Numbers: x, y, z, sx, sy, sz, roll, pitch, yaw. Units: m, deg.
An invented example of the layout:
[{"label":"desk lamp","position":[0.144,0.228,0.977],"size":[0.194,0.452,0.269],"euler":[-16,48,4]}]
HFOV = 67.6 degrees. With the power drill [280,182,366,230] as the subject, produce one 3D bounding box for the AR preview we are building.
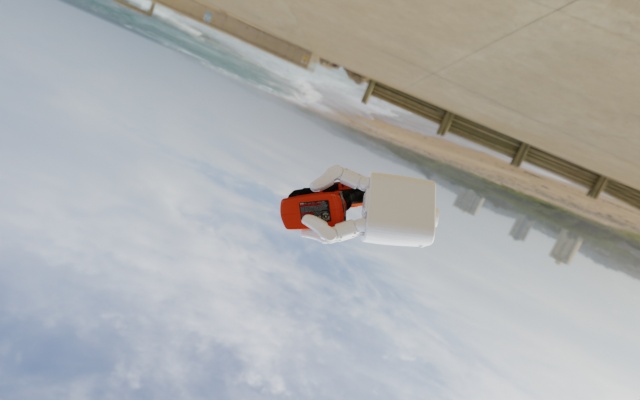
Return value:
[{"label":"power drill","position":[0.000,0.003,0.840],"size":[0.184,0.057,0.187],"euler":[-8,9,21]}]
